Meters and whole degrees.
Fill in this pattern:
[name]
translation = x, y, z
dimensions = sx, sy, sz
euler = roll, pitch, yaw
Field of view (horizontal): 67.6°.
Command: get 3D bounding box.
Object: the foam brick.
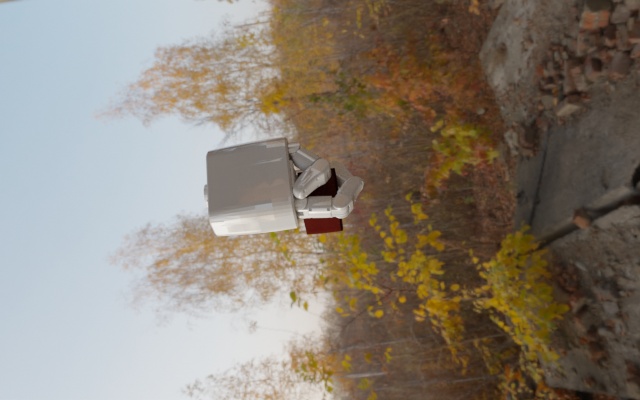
[foam brick]
translation = 0.000, 0.002, 0.643
dimensions = 0.051, 0.053, 0.078
euler = -8, -39, 1
